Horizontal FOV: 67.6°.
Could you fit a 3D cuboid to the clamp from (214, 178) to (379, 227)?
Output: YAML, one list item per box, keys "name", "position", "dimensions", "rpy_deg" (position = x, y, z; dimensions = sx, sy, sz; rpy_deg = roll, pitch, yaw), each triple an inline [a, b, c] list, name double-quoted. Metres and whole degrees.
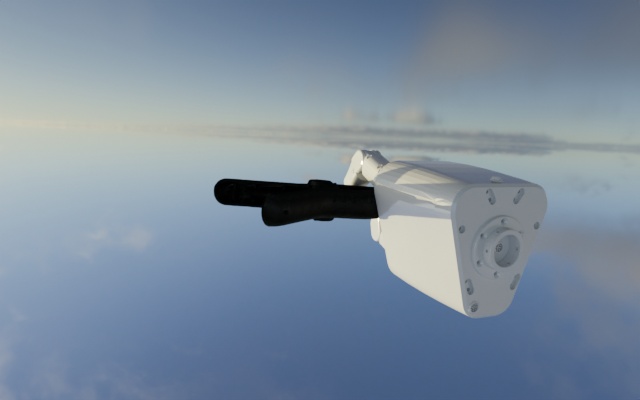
- name: "clamp"
  position: [0.000, 0.002, 0.426]
  dimensions: [0.171, 0.039, 0.120]
  rpy_deg: [-1, 15, -23]
